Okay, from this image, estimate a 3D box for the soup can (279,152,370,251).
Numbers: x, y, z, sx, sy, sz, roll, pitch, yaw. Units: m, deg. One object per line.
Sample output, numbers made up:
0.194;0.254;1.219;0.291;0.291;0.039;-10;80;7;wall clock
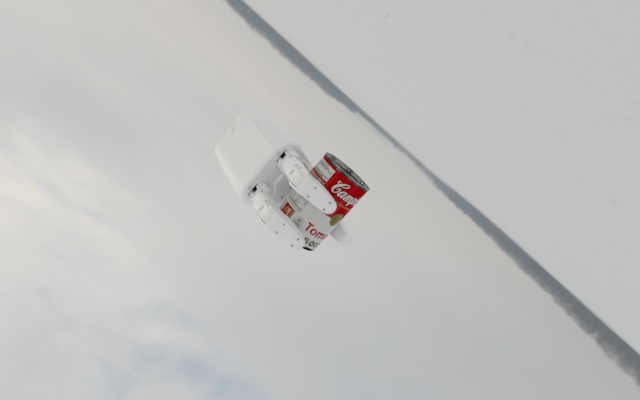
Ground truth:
0.000;0.002;0.572;0.068;0.102;0.068;40;11;-9;soup can
